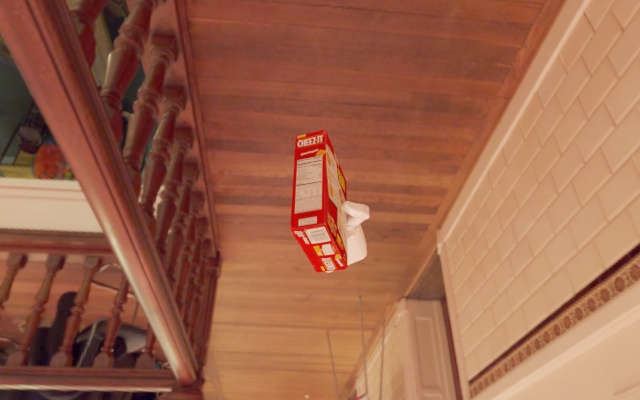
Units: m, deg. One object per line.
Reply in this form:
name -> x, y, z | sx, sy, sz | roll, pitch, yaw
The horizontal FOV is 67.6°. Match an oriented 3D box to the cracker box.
cracker box -> 0.000, 0.003, 0.898 | 0.072, 0.213, 0.164 | -9, -37, 13
